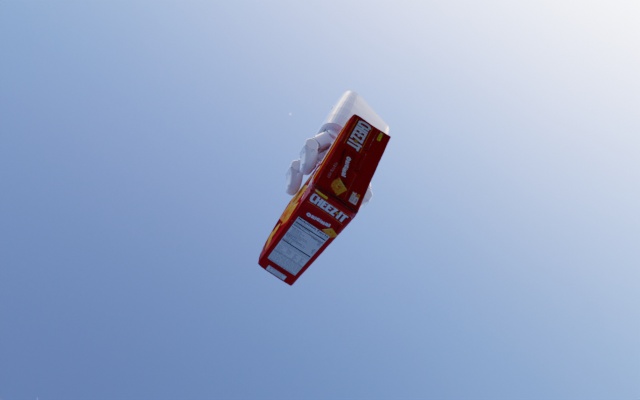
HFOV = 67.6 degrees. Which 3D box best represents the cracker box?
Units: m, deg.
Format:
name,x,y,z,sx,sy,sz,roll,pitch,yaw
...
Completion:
name,x,y,z,sx,sy,sz,roll,pitch,yaw
cracker box,0.000,0.002,0.687,0.072,0.164,0.214,32,-42,-5
